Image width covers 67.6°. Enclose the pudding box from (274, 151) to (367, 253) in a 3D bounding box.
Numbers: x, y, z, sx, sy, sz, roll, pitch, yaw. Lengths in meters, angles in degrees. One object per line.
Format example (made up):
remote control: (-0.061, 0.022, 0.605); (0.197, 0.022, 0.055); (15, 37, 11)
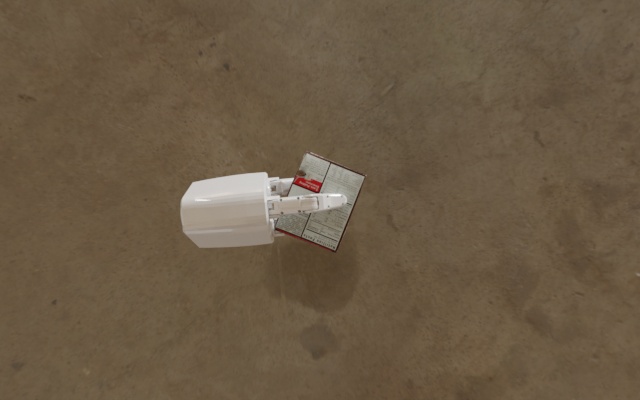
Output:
pudding box: (0.000, 0.002, 0.635); (0.090, 0.113, 0.039); (22, -1, -1)
